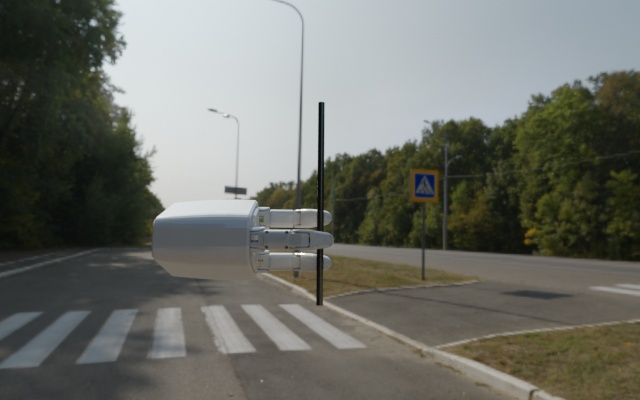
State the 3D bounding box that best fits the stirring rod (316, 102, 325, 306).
[{"bbox_3d":[0.000,0.002,0.565,0.011,0.239,0.011,1,-5,0],"label":"stirring rod"}]
